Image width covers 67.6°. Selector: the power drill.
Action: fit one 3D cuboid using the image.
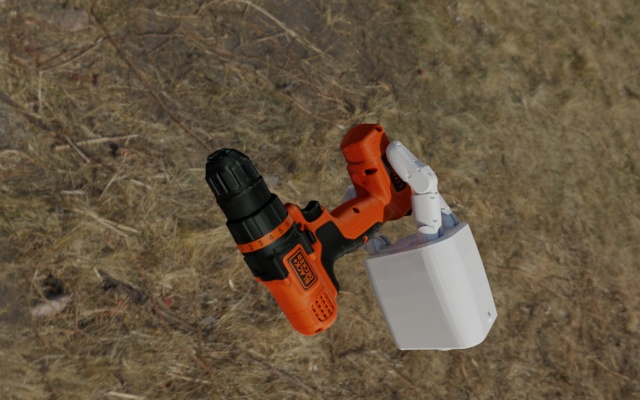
[{"bbox_3d":[0.001,0.001,0.450,0.187,0.184,0.057,-40,22,-33],"label":"power drill"}]
